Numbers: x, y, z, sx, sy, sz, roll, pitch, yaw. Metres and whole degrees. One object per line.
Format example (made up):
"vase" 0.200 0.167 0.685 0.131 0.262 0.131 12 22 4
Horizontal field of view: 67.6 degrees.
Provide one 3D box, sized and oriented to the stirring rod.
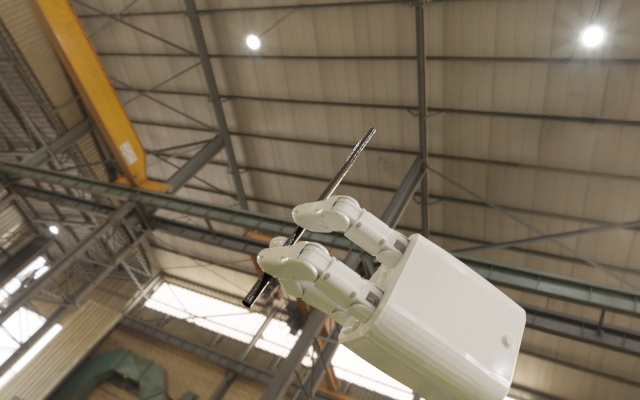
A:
"stirring rod" 0.000 0.002 0.428 0.011 0.011 0.239 0 39 36
